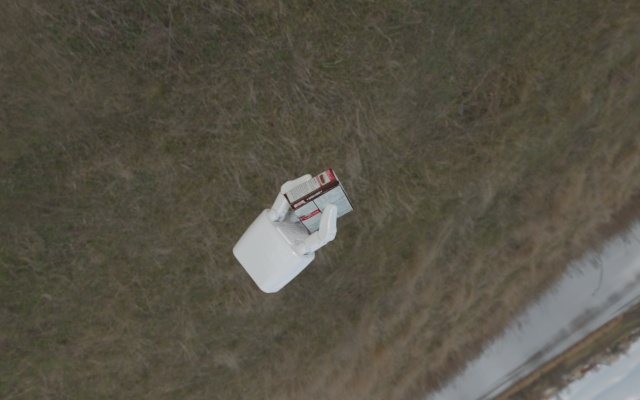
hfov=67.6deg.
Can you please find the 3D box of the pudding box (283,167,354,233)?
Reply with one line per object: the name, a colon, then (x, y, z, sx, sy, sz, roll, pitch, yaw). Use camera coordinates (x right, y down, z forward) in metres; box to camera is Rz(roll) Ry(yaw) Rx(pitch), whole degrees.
pudding box: (0.000, 0.003, 0.795, 0.090, 0.039, 0.113, -30, -26, 2)
